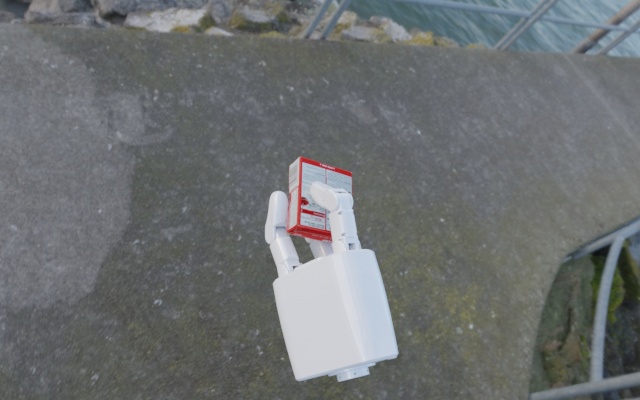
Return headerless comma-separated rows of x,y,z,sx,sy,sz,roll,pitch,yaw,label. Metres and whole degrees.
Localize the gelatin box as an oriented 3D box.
0.000,0.001,0.550,0.073,0.089,0.030,14,-28,-28,gelatin box
